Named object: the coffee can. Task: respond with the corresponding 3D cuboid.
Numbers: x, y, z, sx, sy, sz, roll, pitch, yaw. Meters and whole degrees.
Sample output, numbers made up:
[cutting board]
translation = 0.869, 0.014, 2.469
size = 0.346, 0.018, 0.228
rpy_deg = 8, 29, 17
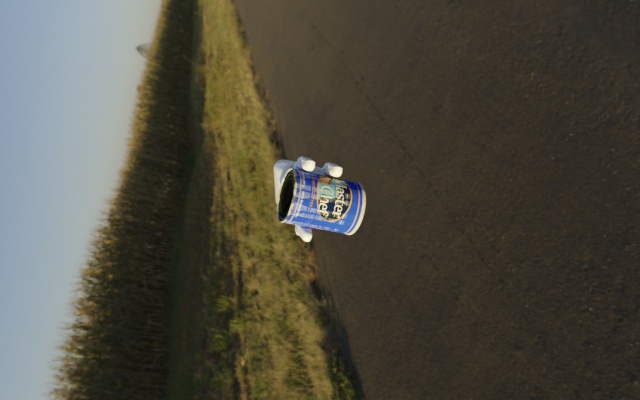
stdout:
[coffee can]
translation = 0.000, 0.003, 0.898
size = 0.140, 0.103, 0.103
rpy_deg = 11, -4, -20
